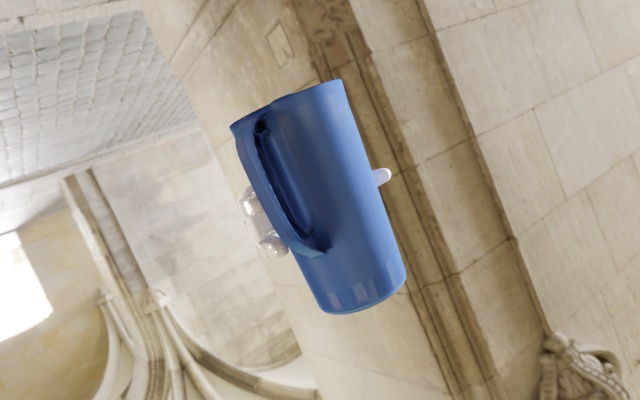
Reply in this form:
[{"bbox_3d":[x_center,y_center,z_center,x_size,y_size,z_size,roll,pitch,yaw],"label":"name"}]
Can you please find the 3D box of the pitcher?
[{"bbox_3d":[0.000,0.002,0.528,0.149,0.243,0.145,-25,6,-17],"label":"pitcher"}]
